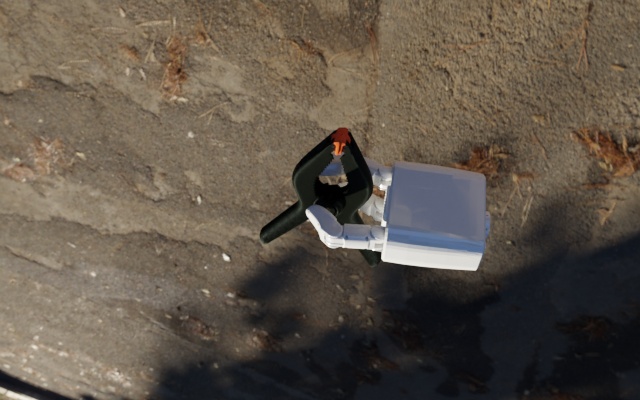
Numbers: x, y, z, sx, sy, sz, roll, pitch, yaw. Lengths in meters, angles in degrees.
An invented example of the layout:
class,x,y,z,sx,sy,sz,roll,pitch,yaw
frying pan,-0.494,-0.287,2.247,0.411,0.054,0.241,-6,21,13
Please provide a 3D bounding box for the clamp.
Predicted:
class,x,y,z,sx,sy,sz,roll,pitch,yaw
clamp,0.000,0.002,0.578,0.164,0.210,0.036,6,45,6
